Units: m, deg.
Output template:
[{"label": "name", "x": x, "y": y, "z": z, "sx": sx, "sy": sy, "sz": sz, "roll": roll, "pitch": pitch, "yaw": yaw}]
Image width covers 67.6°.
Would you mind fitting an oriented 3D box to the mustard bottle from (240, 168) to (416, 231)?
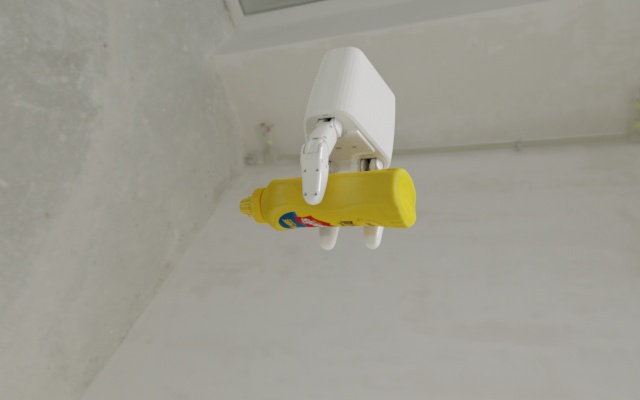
[{"label": "mustard bottle", "x": 0.000, "y": 0.002, "z": 0.513, "sx": 0.191, "sy": 0.058, "sz": 0.096, "roll": -3, "pitch": -12, "yaw": 22}]
